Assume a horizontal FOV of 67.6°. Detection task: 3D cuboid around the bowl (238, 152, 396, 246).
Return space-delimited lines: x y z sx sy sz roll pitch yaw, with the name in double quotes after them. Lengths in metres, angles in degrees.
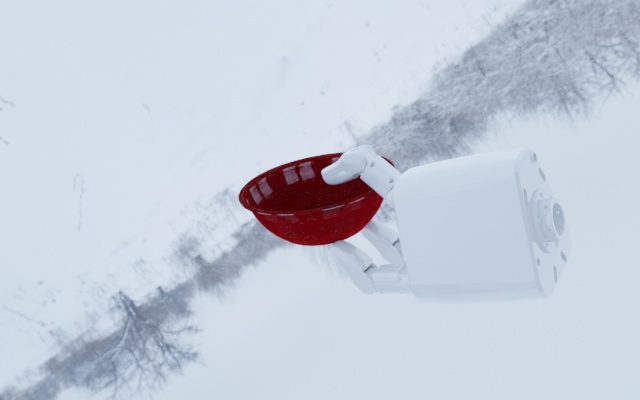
-0.001 0.002 0.496 0.162 0.055 0.162 -9 23 4 "bowl"
